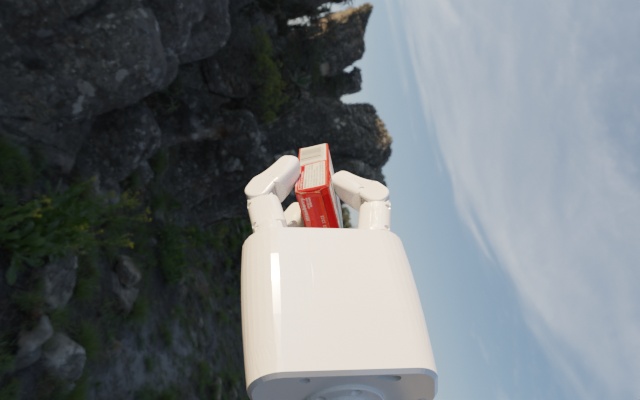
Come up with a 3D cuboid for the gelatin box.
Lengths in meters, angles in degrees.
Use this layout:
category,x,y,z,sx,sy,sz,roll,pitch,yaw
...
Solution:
category,x,y,z,sx,sy,sz,roll,pitch,yaw
gelatin box,0.001,0.001,0.422,0.030,0.073,0.089,-10,29,6
